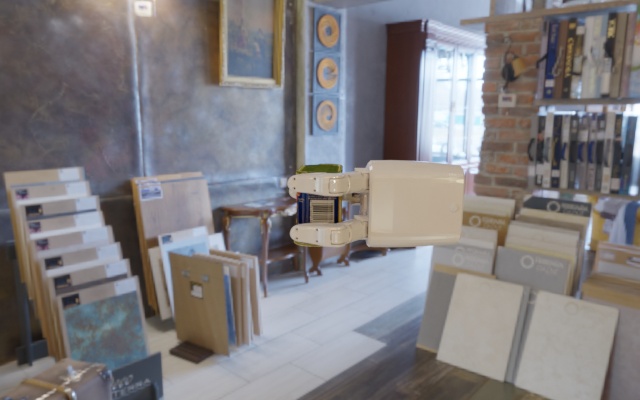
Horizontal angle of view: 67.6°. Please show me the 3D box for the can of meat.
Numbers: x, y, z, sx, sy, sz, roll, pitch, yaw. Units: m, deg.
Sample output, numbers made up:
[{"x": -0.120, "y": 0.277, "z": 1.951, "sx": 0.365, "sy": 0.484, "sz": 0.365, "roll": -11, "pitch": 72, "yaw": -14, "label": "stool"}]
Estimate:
[{"x": 0.000, "y": 0.002, "z": 0.572, "sx": 0.057, "sy": 0.084, "sz": 0.102, "roll": 1, "pitch": 10, "yaw": 3, "label": "can of meat"}]
